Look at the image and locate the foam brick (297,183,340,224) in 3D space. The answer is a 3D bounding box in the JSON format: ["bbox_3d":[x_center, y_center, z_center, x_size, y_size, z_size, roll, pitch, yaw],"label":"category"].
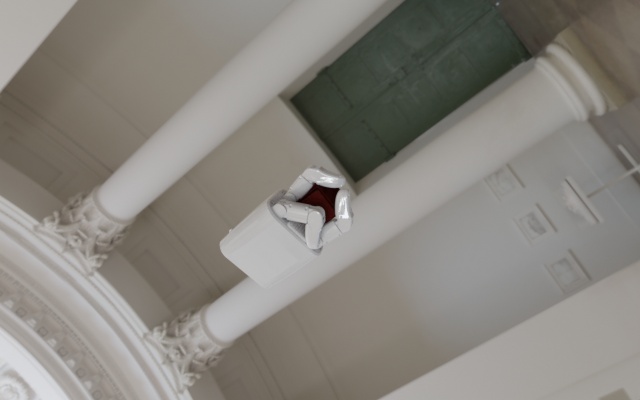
[{"bbox_3d":[0.000,0.002,0.726,0.051,0.053,0.078,-38,6,20],"label":"foam brick"}]
